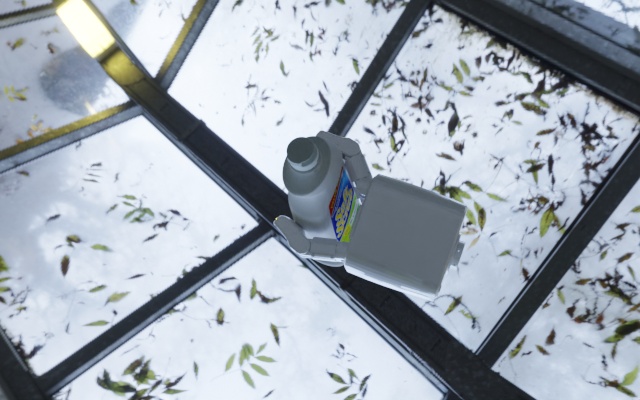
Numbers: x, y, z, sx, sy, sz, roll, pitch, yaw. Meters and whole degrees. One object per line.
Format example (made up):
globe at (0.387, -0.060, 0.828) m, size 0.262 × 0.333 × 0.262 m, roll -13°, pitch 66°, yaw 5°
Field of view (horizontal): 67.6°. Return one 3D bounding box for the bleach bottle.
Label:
bleach bottle at (0.000, 0.002, 0.574) m, size 0.068 × 0.102 × 0.251 m, roll 19°, pitch -15°, yaw 17°
